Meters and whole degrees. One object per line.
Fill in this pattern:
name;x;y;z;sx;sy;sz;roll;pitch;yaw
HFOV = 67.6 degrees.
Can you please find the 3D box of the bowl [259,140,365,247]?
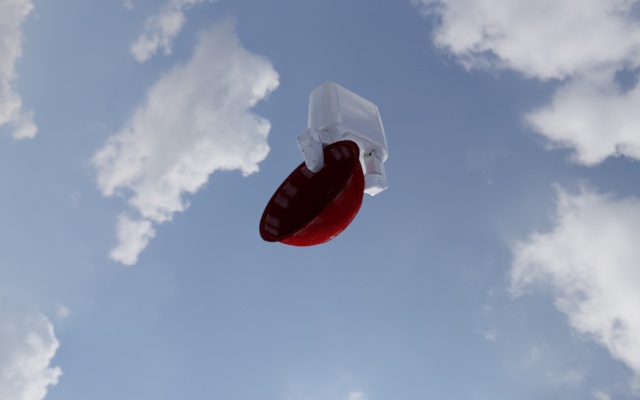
bowl;0.000;0.003;0.588;0.055;0.162;0.162;45;-22;-24
